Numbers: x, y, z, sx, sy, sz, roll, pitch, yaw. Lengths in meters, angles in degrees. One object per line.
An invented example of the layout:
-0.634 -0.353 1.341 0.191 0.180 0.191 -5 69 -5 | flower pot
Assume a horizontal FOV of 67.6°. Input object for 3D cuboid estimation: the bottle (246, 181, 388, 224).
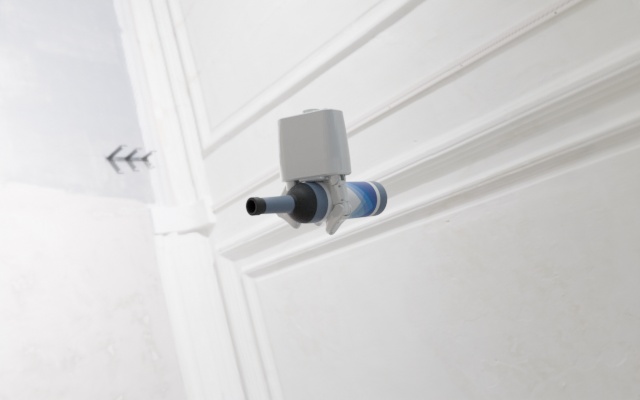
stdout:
0.000 0.003 0.787 0.069 0.069 0.296 0 2 42 | bottle
